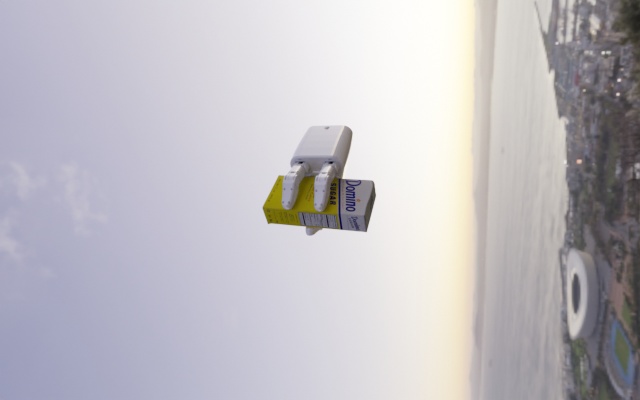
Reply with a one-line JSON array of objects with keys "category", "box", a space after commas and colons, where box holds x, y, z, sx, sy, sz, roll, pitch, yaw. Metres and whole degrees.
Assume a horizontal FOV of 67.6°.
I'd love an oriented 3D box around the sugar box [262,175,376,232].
[{"category": "sugar box", "box": [0.000, 0.002, 0.812, 0.176, 0.048, 0.093, 1, 42, 17]}]
